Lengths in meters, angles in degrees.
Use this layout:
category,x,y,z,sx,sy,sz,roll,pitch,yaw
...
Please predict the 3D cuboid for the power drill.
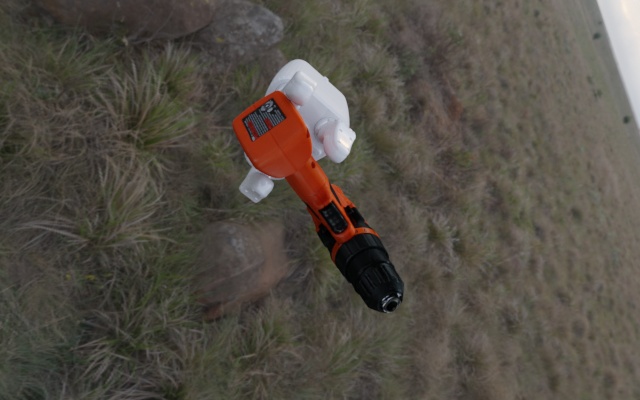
category,x,y,z,sx,sy,sz,roll,pitch,yaw
power drill,0.000,0.001,0.446,0.057,0.188,0.184,-35,39,0
